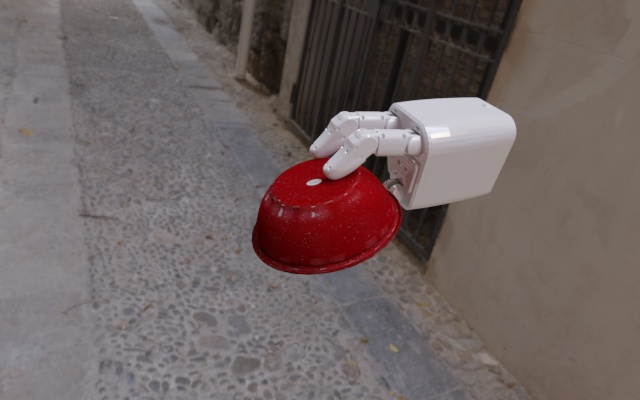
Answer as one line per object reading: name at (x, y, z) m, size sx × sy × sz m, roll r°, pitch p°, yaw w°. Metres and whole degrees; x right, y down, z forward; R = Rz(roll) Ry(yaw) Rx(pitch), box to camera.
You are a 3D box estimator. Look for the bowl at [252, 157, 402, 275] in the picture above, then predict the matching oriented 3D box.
bowl at (-0.001, 0.002, 0.490) m, size 0.162 × 0.055 × 0.162 m, roll -10°, pitch 33°, yaw 7°
